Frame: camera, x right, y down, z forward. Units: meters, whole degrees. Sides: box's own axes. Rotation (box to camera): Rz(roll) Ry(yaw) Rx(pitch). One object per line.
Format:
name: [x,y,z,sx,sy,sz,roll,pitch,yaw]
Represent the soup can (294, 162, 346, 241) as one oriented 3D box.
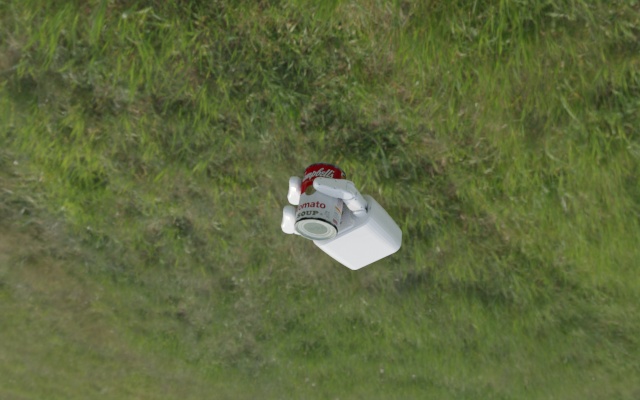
soup can: [0.000,0.002,0.730,0.068,0.102,0.068,7,-32,5]
